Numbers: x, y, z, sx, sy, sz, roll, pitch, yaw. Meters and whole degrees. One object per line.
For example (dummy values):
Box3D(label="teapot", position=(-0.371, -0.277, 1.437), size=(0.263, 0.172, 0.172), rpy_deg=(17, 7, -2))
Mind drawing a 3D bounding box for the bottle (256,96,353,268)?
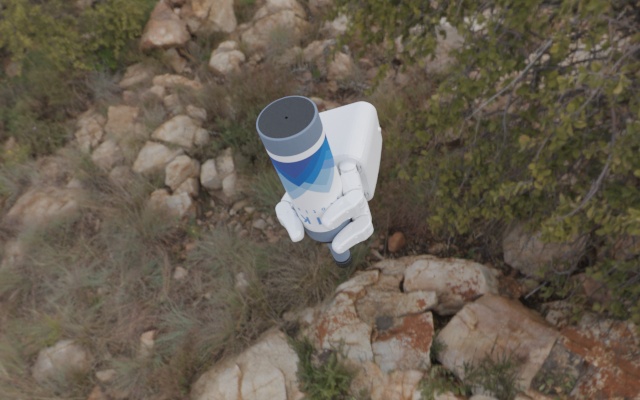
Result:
Box3D(label="bottle", position=(0.000, 0.002, 0.605), size=(0.069, 0.069, 0.296), rpy_deg=(0, -37, 18))
